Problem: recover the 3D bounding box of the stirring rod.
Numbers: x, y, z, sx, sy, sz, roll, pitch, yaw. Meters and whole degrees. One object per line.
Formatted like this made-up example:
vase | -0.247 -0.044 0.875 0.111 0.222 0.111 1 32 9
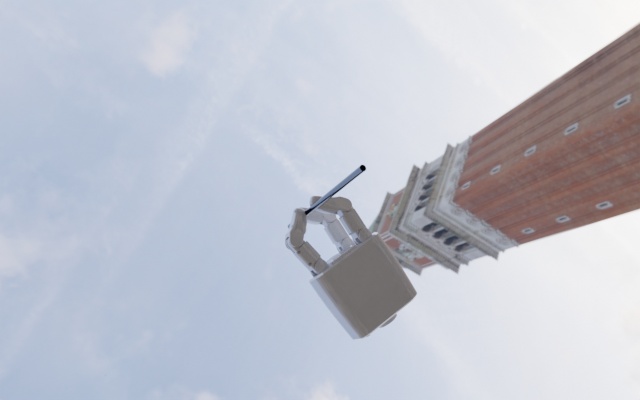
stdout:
stirring rod | 0.000 0.002 0.631 0.011 0.011 0.239 0 -18 -24
